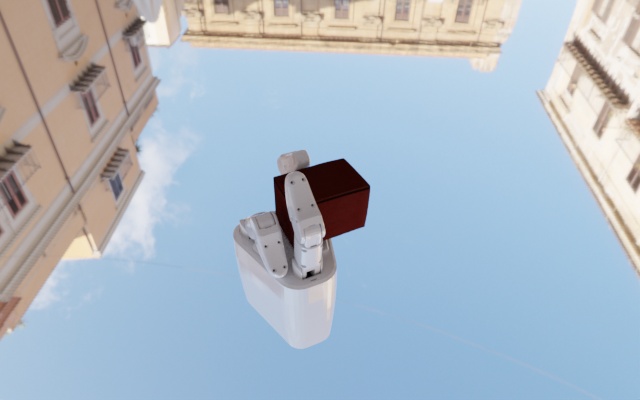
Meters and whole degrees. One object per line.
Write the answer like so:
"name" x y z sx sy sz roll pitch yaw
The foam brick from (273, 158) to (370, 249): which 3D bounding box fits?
"foam brick" 0.000 0.001 0.455 0.078 0.051 0.053 -17 43 -19
